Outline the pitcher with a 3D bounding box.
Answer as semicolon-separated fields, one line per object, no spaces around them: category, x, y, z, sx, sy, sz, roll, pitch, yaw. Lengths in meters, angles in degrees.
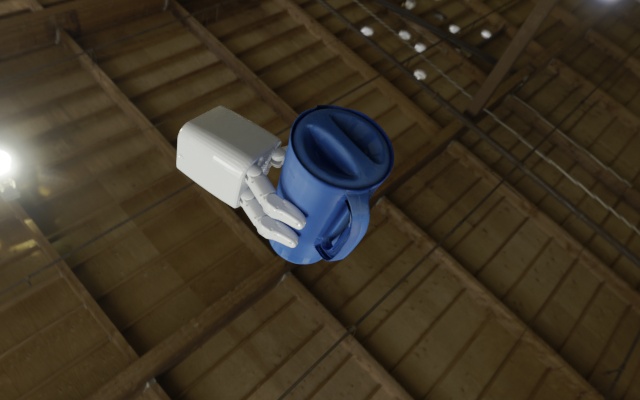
pitcher;0.000;0.002;0.668;0.145;0.149;0.243;32;-36;5
